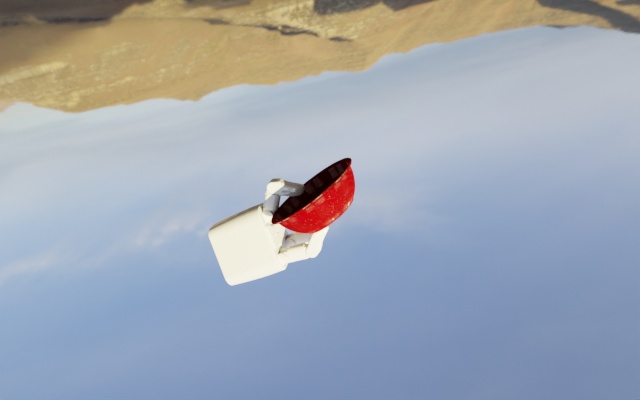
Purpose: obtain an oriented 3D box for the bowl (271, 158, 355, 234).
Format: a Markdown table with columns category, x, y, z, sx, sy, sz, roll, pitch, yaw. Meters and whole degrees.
| category | x | y | z | sx | sy | sz | roll | pitch | yaw |
| --- | --- | --- | --- | --- | --- | --- | --- | --- | --- |
| bowl | 0.001 | 0.002 | 0.758 | 0.162 | 0.055 | 0.162 | -37 | 12 | 10 |
